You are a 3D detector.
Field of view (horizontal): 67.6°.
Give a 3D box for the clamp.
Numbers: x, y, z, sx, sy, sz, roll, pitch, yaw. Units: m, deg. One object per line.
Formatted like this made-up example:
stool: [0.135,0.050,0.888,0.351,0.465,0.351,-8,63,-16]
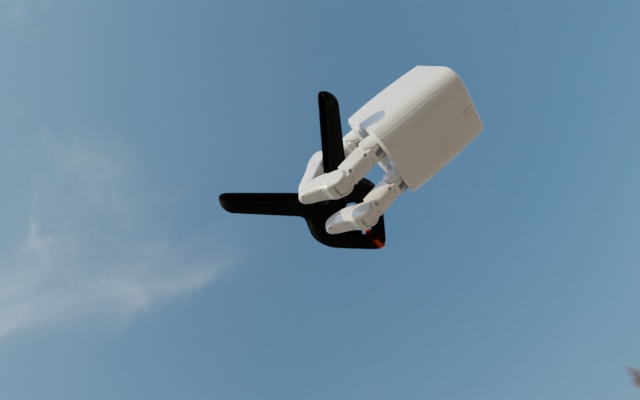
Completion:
clamp: [0.000,0.002,0.548,0.210,0.164,0.036,49,4,-35]
